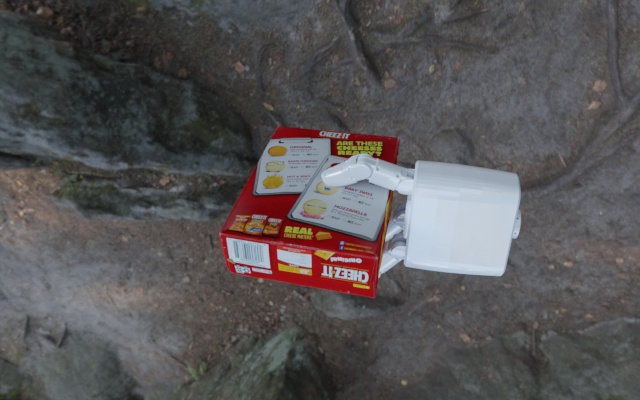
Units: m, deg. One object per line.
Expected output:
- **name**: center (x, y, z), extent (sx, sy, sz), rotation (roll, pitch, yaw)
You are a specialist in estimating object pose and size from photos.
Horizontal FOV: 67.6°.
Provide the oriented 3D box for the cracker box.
- **cracker box**: center (0.000, 0.002, 0.561), extent (0.164, 0.072, 0.213), rotation (7, 40, 10)
